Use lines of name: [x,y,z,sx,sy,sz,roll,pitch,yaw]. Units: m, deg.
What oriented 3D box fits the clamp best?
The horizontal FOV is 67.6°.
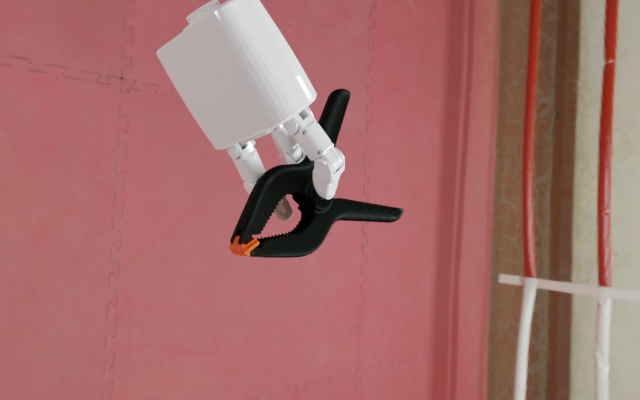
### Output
clamp: [0.000,0.002,0.496,0.210,0.164,0.036,-44,20,-30]
